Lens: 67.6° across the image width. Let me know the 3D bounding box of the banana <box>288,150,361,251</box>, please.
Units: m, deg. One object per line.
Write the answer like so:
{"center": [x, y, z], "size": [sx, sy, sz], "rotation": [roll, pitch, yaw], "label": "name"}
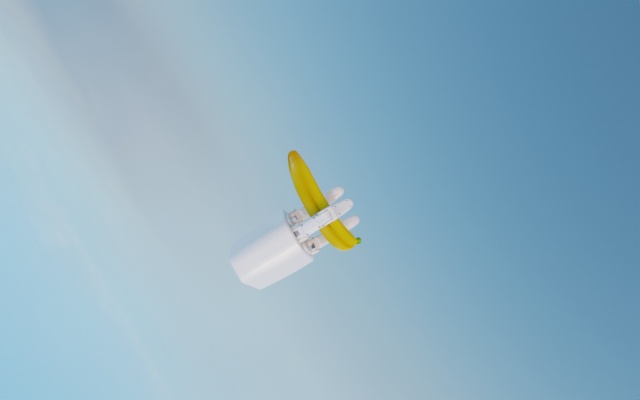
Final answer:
{"center": [0.001, 0.012, 0.754], "size": [0.037, 0.198, 0.069], "rotation": [-30, 18, 14], "label": "banana"}
